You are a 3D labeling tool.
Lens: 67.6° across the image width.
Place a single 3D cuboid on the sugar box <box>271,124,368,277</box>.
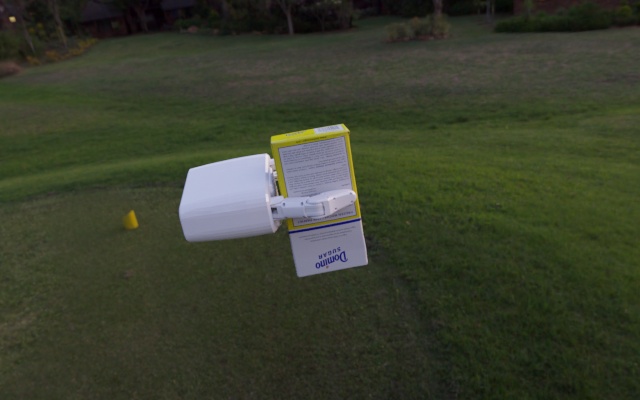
[{"bbox_3d":[0.000,0.002,0.591,0.093,0.176,0.048,-10,22,-2],"label":"sugar box"}]
